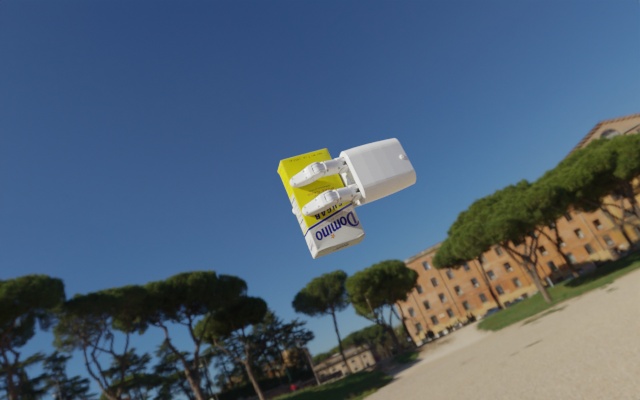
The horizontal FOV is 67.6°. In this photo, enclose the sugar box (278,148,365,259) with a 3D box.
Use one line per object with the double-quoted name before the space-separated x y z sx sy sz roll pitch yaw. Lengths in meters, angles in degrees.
"sugar box" 0.000 0.002 0.826 0.093 0.176 0.048 -18 -21 -19
